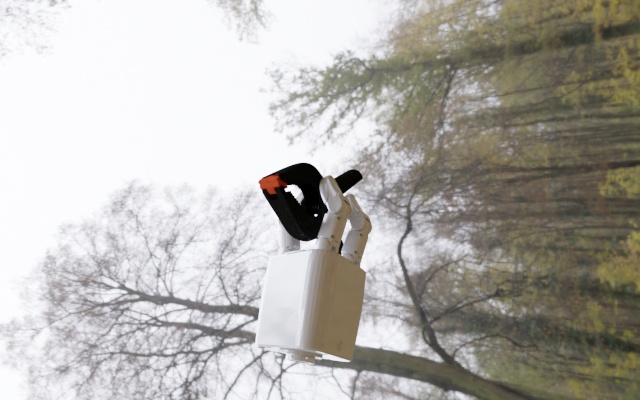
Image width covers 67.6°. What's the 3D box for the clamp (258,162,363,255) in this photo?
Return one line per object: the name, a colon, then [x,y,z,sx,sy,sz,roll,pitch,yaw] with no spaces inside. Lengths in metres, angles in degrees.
clamp: [-0.001,0.002,0.596,0.036,0.164,0.210,-9,-28,31]
